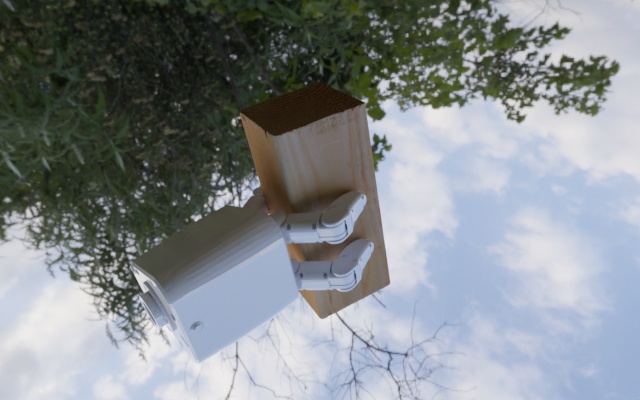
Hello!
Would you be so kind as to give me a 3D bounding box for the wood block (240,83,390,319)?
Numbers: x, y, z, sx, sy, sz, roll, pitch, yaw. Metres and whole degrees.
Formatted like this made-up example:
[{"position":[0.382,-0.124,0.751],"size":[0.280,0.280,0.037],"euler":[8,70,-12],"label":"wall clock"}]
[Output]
[{"position":[0.000,0.002,0.478],"size":[0.090,0.206,0.090],"euler":[-24,33,-18],"label":"wood block"}]
